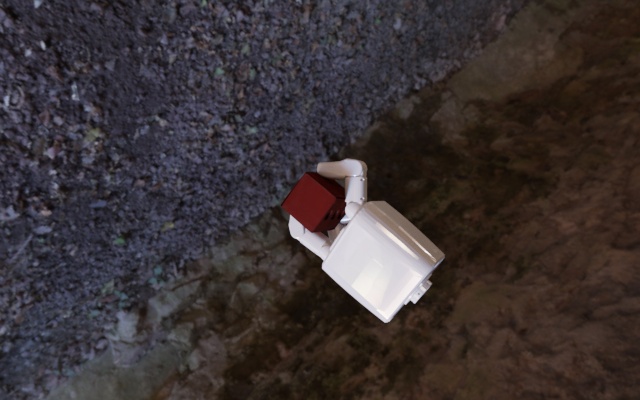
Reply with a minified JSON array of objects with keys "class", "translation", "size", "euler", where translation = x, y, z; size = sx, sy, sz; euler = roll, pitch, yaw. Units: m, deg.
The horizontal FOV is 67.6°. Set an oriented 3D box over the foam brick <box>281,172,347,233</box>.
[{"class":"foam brick","translation":[0.000,0.002,0.580],"size":[0.051,0.053,0.078],"euler":[42,15,17]}]
